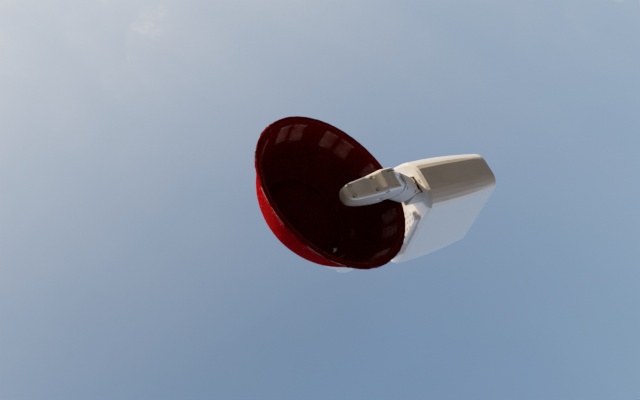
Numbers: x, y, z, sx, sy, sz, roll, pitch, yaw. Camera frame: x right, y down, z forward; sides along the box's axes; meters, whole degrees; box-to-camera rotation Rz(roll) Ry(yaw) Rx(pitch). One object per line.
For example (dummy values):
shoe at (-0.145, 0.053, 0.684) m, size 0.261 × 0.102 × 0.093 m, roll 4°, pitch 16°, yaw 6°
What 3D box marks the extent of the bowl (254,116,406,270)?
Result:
bowl at (-0.001, 0.001, 0.441) m, size 0.162 × 0.162 × 0.055 m, roll 0°, pitch -32°, yaw -41°
